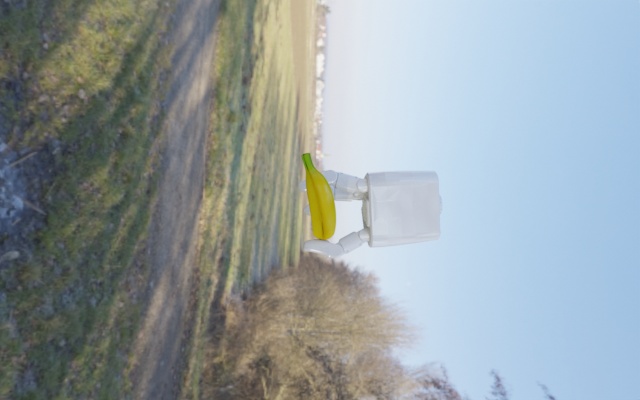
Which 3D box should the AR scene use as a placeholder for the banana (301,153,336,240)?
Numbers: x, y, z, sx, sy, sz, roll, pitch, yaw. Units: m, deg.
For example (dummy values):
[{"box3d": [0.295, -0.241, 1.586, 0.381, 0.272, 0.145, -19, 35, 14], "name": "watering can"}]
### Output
[{"box3d": [0.002, 0.016, 0.690, 0.037, 0.069, 0.198, -9, -34, -2], "name": "banana"}]
